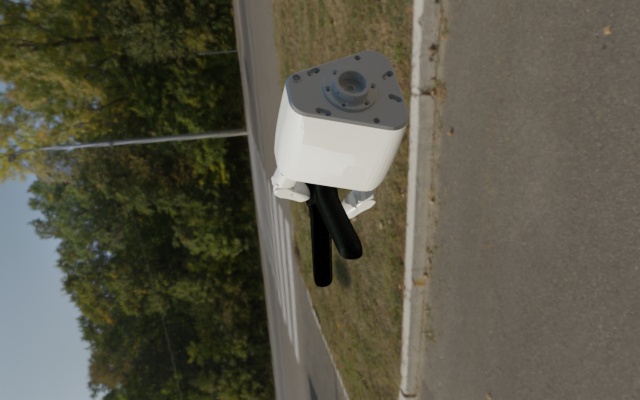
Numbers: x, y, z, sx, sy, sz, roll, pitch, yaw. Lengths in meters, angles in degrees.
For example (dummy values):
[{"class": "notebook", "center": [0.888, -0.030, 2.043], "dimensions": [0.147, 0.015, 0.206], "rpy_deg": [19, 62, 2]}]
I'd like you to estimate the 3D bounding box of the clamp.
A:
[{"class": "clamp", "center": [-0.001, 0.001, 0.597], "dimensions": [0.036, 0.210, 0.165], "rpy_deg": [-6, -26, -15]}]
